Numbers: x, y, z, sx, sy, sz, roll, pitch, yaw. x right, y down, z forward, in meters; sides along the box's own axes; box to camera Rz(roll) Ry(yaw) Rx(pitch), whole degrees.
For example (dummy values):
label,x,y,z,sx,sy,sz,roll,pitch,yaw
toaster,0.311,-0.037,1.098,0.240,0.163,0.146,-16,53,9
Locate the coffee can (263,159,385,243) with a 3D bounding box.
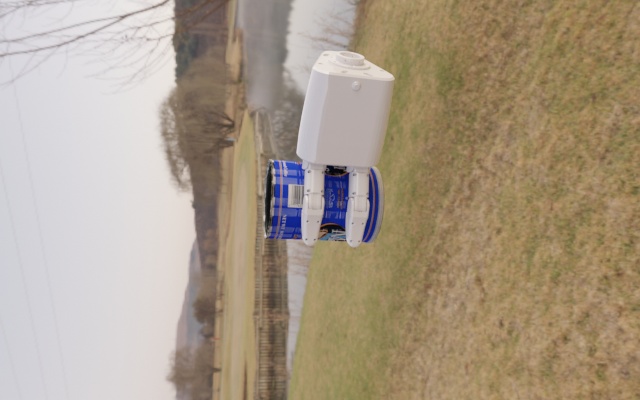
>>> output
label,x,y,z,sx,sy,sz,roll,pitch,yaw
coffee can,0.000,0.002,0.623,0.140,0.103,0.103,3,-1,-12
